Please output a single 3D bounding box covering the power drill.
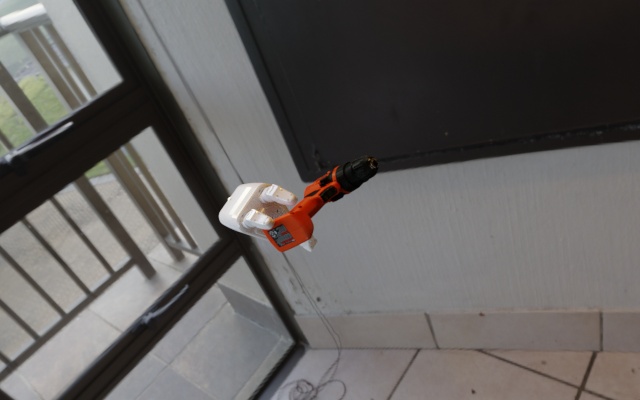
[{"bbox_3d":[0.000,0.003,0.816,0.184,0.057,0.187,-30,9,48],"label":"power drill"}]
